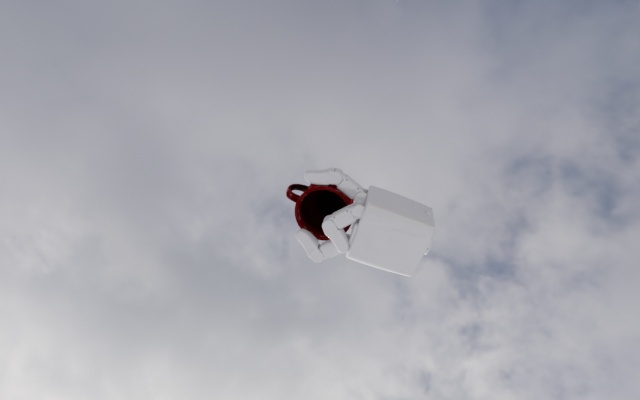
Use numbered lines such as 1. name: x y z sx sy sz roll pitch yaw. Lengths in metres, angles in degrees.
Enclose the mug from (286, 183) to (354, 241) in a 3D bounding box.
1. mug: -0.001 0.002 0.782 0.117 0.093 0.081 20 24 2
